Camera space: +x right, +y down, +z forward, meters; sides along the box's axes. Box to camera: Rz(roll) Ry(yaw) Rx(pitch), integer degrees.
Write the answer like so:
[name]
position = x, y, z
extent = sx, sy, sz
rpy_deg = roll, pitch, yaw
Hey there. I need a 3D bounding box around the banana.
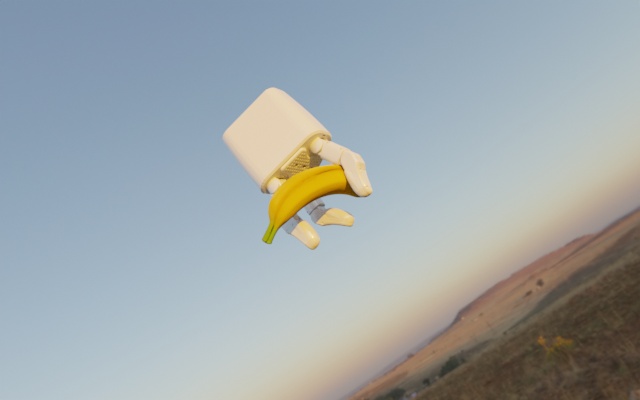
[banana]
position = 0.002, -0.012, 0.592
extent = 0.037, 0.070, 0.197
rpy_deg = 37, 40, 29
